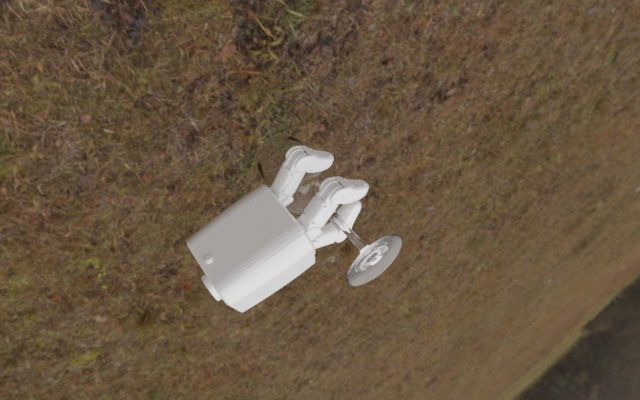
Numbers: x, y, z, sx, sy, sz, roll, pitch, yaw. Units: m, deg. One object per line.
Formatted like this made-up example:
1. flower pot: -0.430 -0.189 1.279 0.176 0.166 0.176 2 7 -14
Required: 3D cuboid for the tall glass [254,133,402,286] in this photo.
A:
1. tall glass: 0.001 0.002 0.554 0.079 0.079 0.201 0 39 -48
